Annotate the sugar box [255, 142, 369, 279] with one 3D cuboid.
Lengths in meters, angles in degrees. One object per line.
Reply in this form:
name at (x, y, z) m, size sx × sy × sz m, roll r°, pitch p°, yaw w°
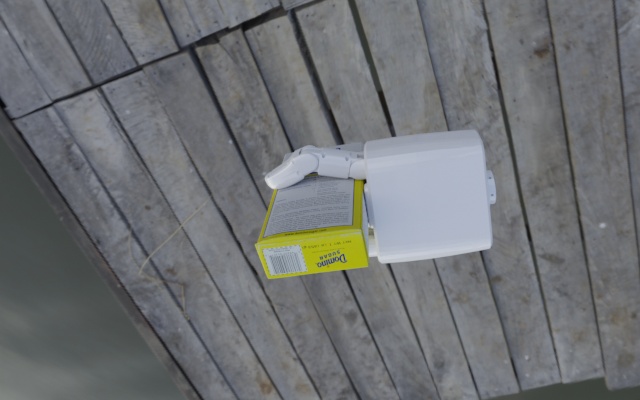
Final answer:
sugar box at (0.000, 0.002, 0.473) m, size 0.093 × 0.048 × 0.176 m, roll -8°, pitch 27°, yaw 11°
